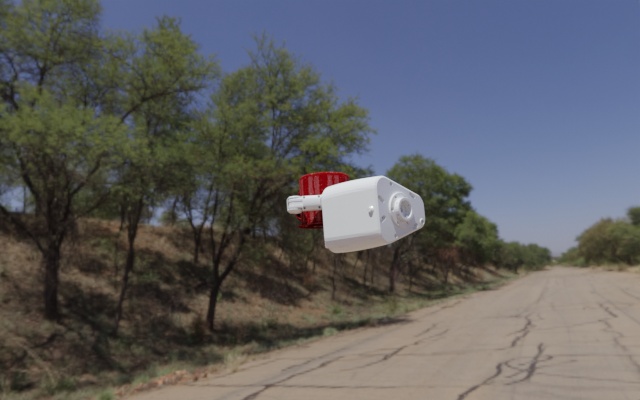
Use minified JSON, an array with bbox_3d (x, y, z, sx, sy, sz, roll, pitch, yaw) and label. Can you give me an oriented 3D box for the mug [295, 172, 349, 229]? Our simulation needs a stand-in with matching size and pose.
[{"bbox_3d":[-0.001,0.003,0.779,0.093,0.081,0.117,4,-11,-43],"label":"mug"}]
